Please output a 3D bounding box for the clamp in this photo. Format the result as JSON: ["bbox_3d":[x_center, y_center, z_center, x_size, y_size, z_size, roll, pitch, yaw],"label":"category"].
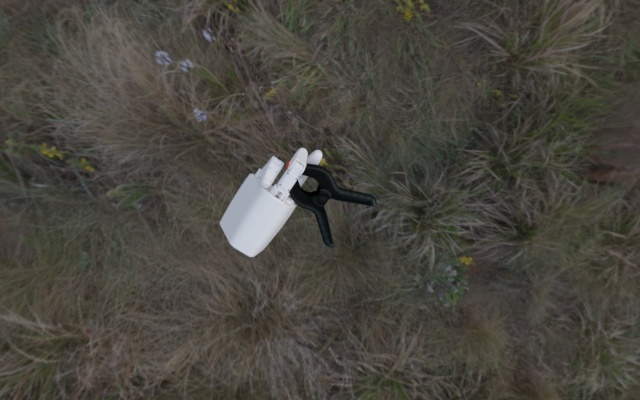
[{"bbox_3d":[0.000,0.003,0.828,0.171,0.120,0.039,33,5,-15],"label":"clamp"}]
